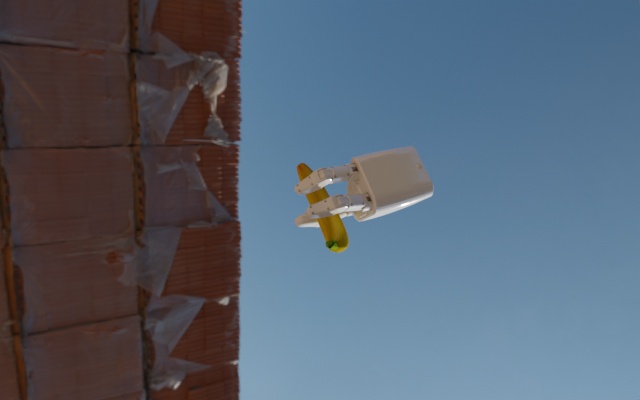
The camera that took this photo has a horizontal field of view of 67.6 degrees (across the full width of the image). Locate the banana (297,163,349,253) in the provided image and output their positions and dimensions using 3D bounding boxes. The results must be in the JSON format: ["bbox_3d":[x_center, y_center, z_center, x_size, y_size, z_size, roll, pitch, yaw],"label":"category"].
[{"bbox_3d":[0.007,0.017,0.750,0.037,0.070,0.197,-25,44,0],"label":"banana"}]
